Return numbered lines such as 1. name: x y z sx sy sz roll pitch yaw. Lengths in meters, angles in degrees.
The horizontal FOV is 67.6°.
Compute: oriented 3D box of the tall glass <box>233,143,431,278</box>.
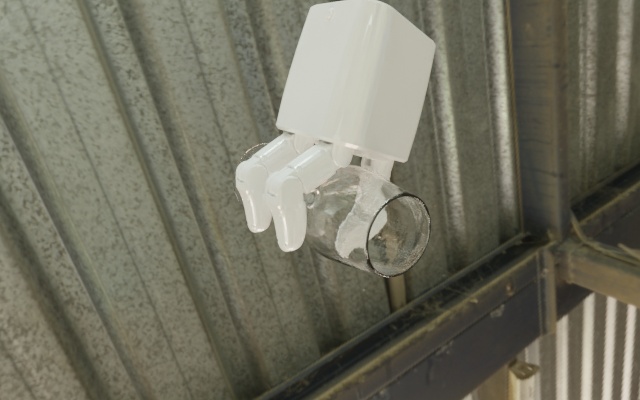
1. tall glass: 0.000 0.001 0.412 0.079 0.079 0.201 0 14 -35
